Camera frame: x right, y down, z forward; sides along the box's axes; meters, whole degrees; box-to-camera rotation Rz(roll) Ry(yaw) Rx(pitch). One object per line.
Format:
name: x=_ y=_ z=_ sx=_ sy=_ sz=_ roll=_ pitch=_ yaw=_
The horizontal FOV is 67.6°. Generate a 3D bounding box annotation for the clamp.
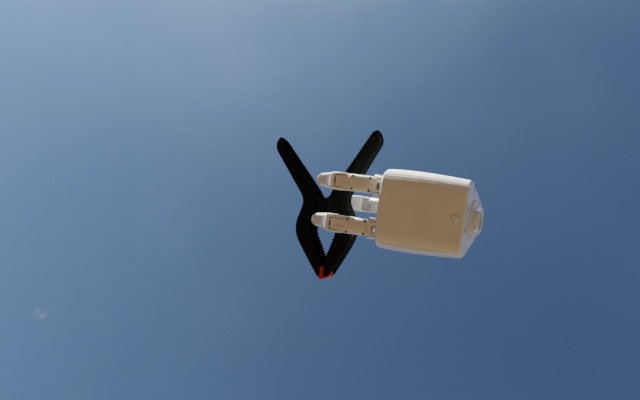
clamp: x=0.001 y=0.003 z=0.675 sx=0.164 sy=0.210 sz=0.036 roll=8 pitch=3 yaw=30
